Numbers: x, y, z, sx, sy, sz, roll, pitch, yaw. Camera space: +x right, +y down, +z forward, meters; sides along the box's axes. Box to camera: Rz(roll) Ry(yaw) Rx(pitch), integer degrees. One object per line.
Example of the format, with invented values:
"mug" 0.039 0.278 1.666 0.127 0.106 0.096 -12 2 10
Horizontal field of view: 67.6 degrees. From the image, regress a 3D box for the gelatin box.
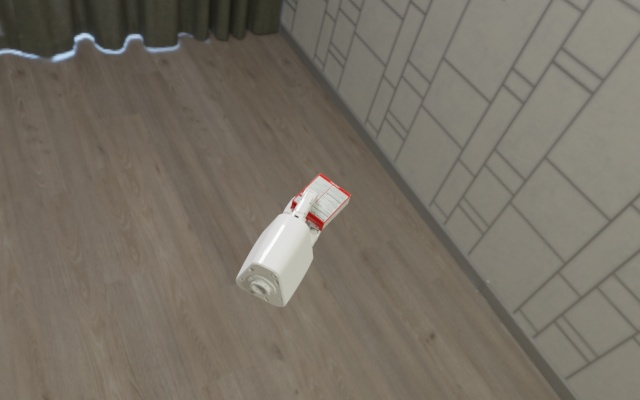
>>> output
"gelatin box" 0.000 0.002 0.869 0.073 0.089 0.030 36 -33 13
